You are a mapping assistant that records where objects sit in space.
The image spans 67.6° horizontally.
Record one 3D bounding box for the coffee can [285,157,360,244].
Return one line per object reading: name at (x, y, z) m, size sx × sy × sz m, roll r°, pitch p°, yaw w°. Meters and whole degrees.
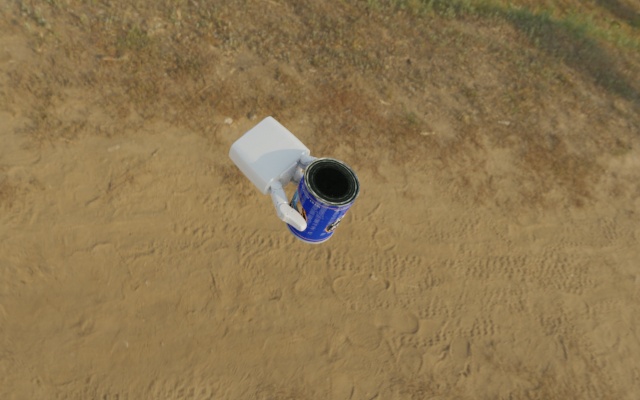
coffee can at (0.000, 0.003, 0.879) m, size 0.103 × 0.102 × 0.140 m, roll 0°, pitch -32°, yaw -20°
